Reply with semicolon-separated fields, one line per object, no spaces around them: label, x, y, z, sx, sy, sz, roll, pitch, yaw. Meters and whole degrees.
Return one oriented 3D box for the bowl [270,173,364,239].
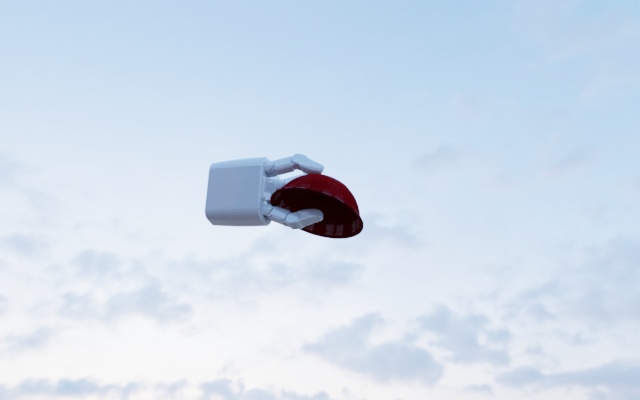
bowl;0.002;0.003;0.801;0.162;0.055;0.162;15;-28;8
